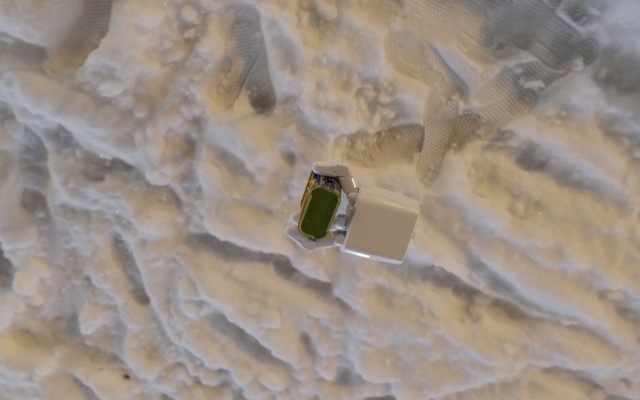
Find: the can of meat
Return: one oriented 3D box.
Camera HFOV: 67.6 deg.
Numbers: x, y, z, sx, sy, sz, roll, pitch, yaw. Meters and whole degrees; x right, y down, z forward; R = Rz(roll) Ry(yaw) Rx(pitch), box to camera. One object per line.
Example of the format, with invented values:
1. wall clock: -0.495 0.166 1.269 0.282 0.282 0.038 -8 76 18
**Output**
1. can of meat: 0.000 0.003 0.791 0.057 0.102 0.084 17 27 -6
